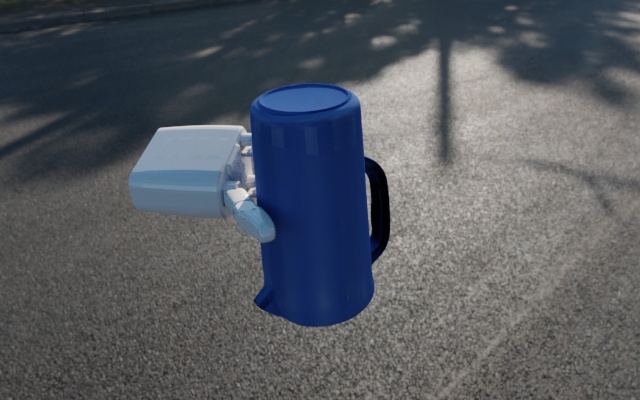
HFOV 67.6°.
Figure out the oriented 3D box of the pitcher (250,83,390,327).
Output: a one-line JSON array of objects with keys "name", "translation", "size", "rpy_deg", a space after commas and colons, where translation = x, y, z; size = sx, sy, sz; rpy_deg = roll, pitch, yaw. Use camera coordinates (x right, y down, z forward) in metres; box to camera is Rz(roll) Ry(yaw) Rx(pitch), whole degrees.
[{"name": "pitcher", "translation": [0.000, 0.002, 0.523], "size": [0.145, 0.243, 0.149], "rpy_deg": [3, 31, 12]}]
